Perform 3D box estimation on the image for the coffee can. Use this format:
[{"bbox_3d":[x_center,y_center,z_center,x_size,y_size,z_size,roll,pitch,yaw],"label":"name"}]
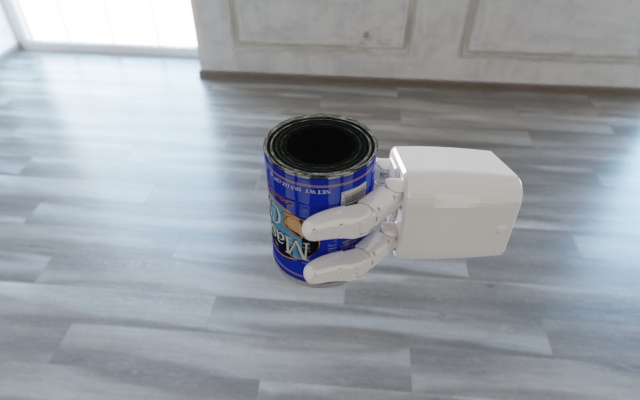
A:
[{"bbox_3d":[0.000,0.002,0.469,0.103,0.140,0.102,0,40,0],"label":"coffee can"}]
